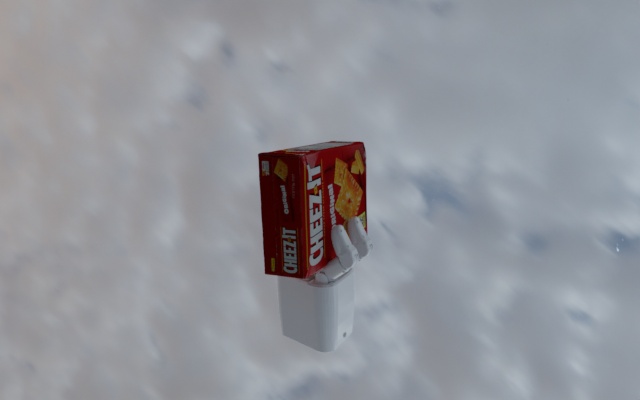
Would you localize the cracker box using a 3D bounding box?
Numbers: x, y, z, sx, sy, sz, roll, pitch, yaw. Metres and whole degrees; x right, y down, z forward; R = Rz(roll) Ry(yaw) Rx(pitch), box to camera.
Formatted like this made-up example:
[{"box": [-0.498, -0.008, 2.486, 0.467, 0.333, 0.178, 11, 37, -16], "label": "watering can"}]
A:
[{"box": [0.000, 0.002, 0.696, 0.072, 0.164, 0.213, 3, 12, 27], "label": "cracker box"}]
